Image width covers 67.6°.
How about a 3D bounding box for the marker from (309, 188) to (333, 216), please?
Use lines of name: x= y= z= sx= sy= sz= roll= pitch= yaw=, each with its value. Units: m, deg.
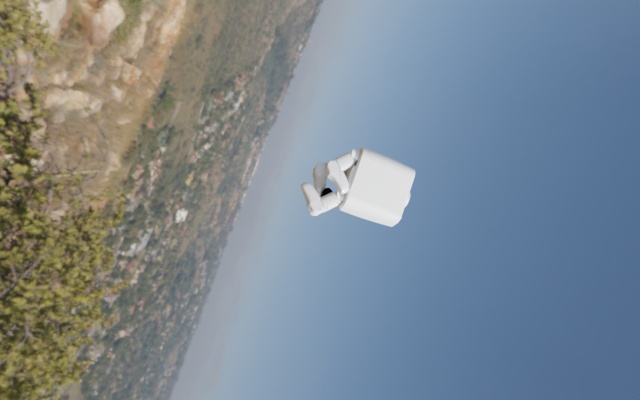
marker: x=0.000 y=0.003 z=0.890 sx=0.020 sy=0.020 sz=0.121 roll=0 pitch=-18 yaw=-15
